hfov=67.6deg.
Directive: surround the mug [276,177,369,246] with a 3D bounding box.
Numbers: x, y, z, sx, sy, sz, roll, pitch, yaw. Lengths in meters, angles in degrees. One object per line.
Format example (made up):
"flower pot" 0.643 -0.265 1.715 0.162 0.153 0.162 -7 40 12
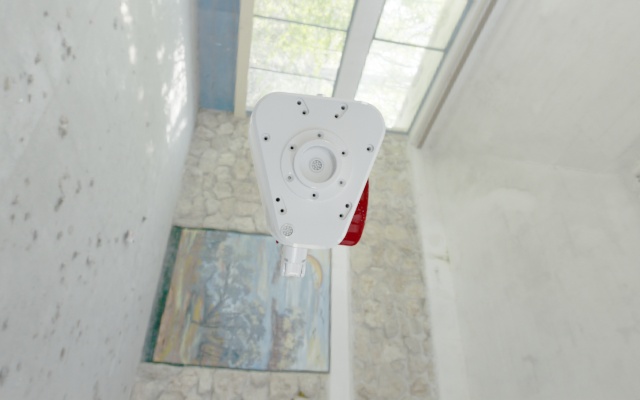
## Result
"mug" 0.000 0.002 0.493 0.081 0.093 0.117 7 0 -6
